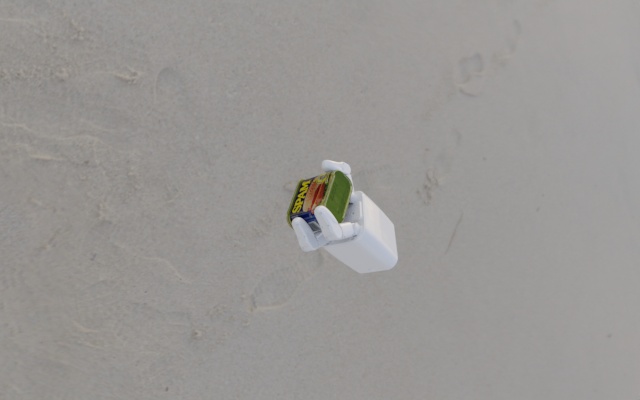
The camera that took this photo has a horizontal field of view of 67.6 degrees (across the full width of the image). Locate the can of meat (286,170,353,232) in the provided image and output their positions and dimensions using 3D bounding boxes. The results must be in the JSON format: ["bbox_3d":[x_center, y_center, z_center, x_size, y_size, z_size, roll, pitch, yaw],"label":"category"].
[{"bbox_3d":[0.000,0.002,0.802,0.084,0.102,0.057,-16,-46,40],"label":"can of meat"}]
